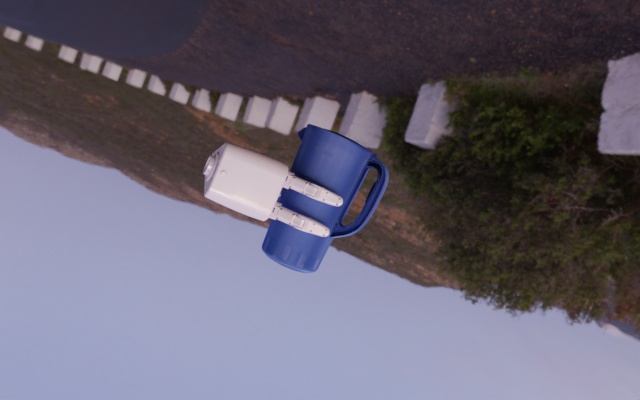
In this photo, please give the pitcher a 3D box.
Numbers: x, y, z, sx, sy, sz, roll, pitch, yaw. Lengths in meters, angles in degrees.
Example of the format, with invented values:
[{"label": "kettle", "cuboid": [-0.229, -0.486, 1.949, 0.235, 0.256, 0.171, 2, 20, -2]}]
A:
[{"label": "pitcher", "cuboid": [0.000, 0.003, 0.831, 0.145, 0.243, 0.149, 22, 4, -24]}]
